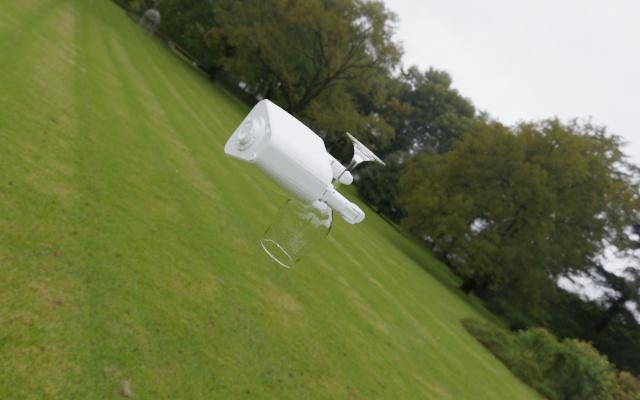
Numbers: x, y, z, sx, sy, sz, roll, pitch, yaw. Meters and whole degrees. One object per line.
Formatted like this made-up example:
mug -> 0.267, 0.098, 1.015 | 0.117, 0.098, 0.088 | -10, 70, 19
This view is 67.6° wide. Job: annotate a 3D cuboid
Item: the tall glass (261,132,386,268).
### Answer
tall glass -> 0.001, 0.002, 0.686 | 0.079, 0.201, 0.079 | 39, 7, -6
